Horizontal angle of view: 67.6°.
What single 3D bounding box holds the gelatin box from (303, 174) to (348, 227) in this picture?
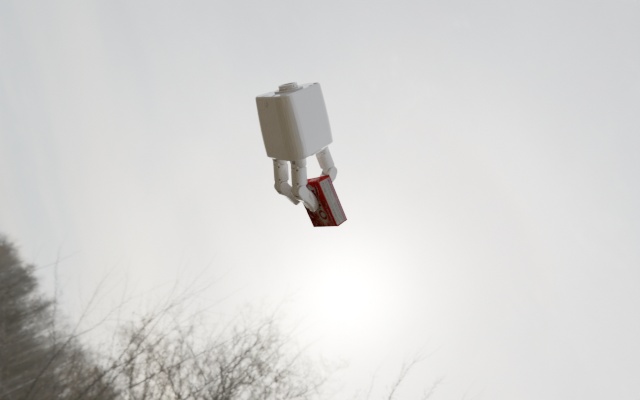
[{"bbox_3d":[0.001,0.003,0.836,0.030,0.089,0.073,-31,14,-33],"label":"gelatin box"}]
